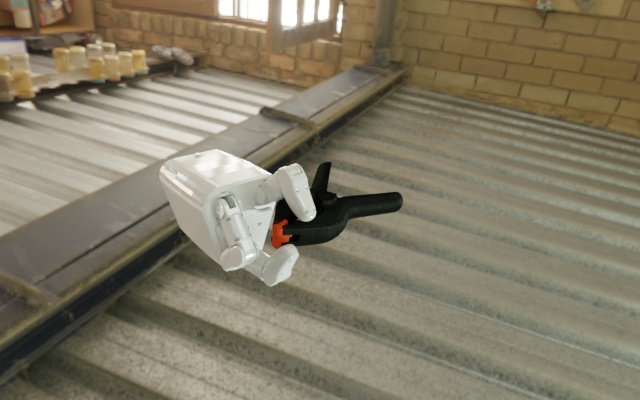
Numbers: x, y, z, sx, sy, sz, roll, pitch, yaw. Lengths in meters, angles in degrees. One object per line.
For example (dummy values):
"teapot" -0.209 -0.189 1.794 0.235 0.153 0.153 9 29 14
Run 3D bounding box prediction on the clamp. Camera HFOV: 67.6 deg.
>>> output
"clamp" 0.000 0.002 0.547 0.171 0.039 0.120 -20 35 -40
